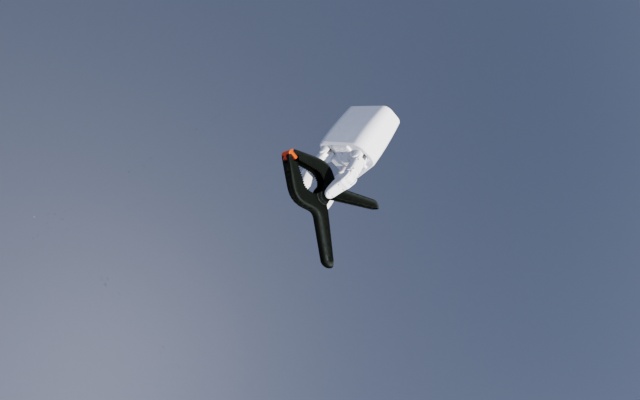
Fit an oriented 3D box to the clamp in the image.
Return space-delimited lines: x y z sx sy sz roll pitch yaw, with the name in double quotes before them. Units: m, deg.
"clamp" 0.000 0.002 0.828 0.210 0.164 0.036 45 -28 -22
